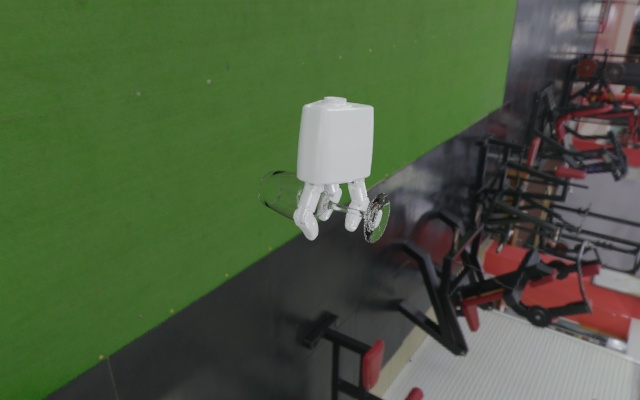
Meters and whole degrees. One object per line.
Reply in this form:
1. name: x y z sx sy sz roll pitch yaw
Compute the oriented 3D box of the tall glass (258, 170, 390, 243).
1. tall glass: 0.001 0.003 0.734 0.201 0.079 0.079 15 8 31
